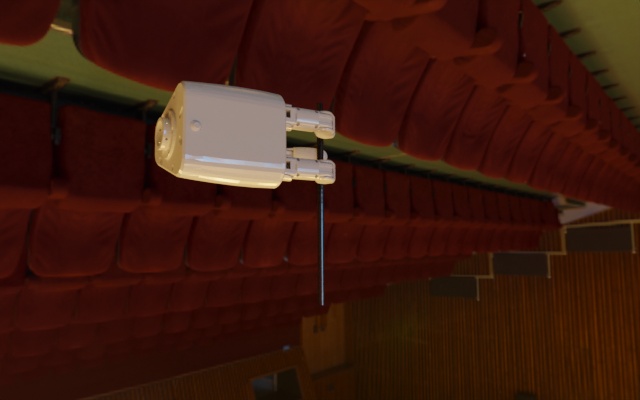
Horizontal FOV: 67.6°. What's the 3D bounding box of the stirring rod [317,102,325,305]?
[{"bbox_3d":[0.000,0.002,0.568,0.011,0.239,0.011,0,-5,0],"label":"stirring rod"}]
